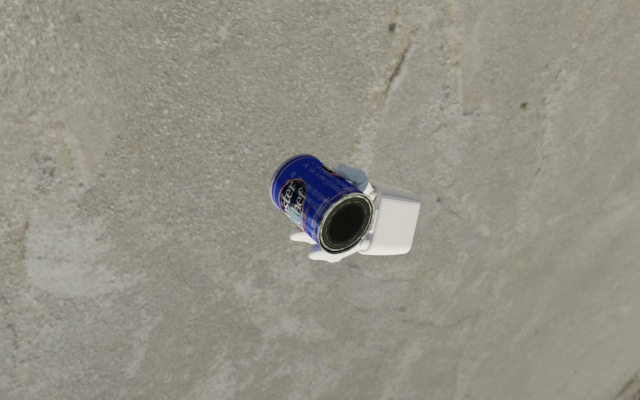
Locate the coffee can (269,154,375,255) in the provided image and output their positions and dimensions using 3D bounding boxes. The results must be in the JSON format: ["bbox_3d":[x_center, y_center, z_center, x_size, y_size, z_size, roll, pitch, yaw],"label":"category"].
[{"bbox_3d":[0.000,0.002,0.730,0.103,0.103,0.140,0,27,-39],"label":"coffee can"}]
